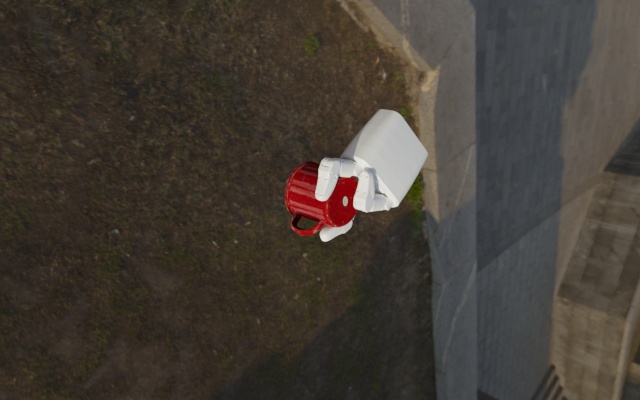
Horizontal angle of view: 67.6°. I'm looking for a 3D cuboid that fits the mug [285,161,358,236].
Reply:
[{"bbox_3d":[-0.001,0.003,0.721,0.081,0.117,0.093,17,-26,42],"label":"mug"}]
